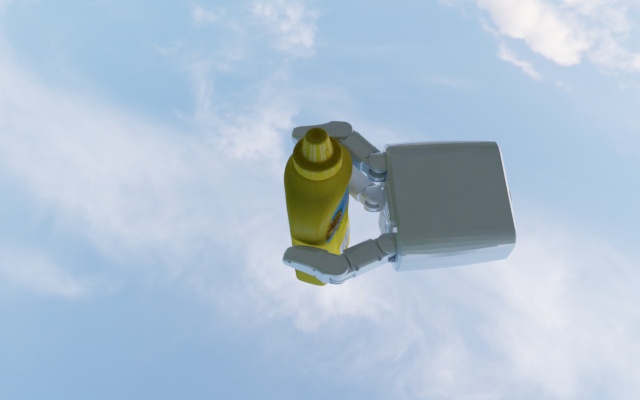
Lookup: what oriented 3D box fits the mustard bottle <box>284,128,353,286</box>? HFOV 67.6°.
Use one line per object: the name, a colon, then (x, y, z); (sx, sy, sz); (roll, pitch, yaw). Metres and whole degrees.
mustard bottle: (0.000, 0.002, 0.450); (0.058, 0.096, 0.192); (14, -31, 10)
